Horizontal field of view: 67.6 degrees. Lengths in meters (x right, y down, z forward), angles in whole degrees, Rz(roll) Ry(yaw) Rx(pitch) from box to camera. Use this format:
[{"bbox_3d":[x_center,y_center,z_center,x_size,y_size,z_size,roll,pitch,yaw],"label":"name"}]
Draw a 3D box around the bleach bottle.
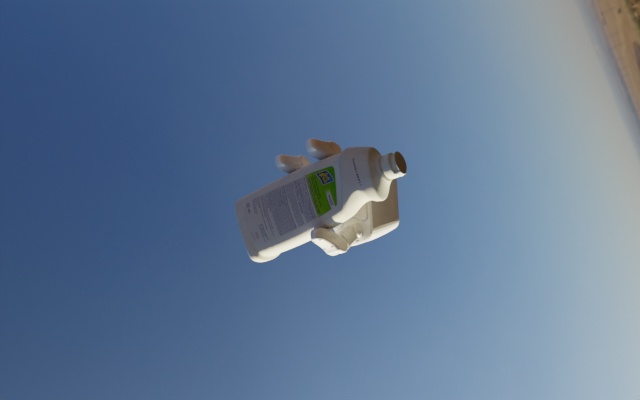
[{"bbox_3d":[0.000,0.002,0.629,0.251,0.102,0.068,-22,-4,33],"label":"bleach bottle"}]
